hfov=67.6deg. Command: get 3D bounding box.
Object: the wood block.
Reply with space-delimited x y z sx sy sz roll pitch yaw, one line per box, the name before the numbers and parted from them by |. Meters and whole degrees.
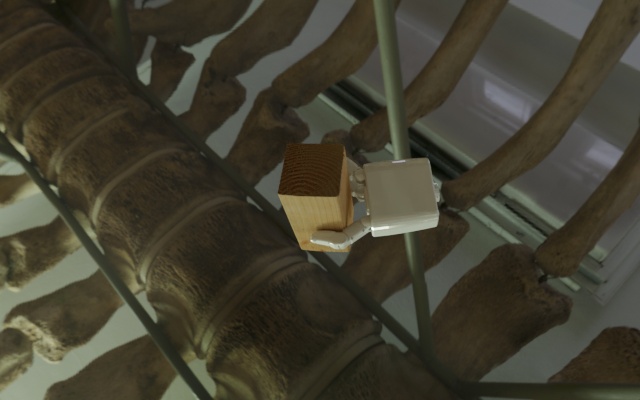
wood block | 0.000 0.003 0.775 0.090 0.090 0.206 2 -28 10
